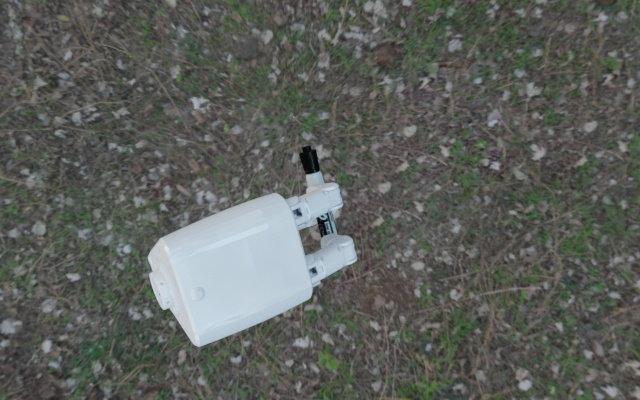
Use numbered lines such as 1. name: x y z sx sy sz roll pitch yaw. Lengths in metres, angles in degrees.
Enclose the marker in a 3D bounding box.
1. marker: 0.000 0.002 0.503 0.020 0.121 0.020 -14 11 3
